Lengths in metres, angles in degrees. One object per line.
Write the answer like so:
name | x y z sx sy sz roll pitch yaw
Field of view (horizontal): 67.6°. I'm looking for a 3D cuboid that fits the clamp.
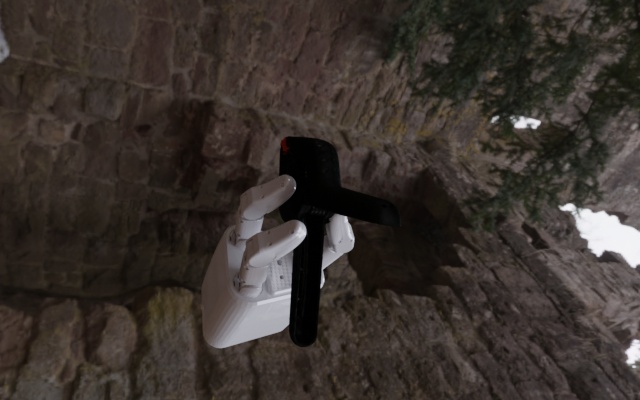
clamp | 0.001 0.001 0.436 0.036 0.209 0.165 12 -46 -27
